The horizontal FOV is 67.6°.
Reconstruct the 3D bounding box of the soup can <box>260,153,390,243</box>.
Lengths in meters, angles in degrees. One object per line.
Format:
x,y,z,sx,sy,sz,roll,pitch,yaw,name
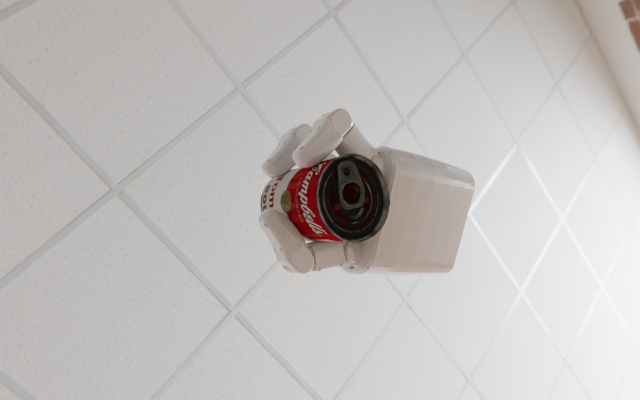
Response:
-0.001,0.001,0.403,0.068,0.068,0.102,0,-4,-32,soup can
